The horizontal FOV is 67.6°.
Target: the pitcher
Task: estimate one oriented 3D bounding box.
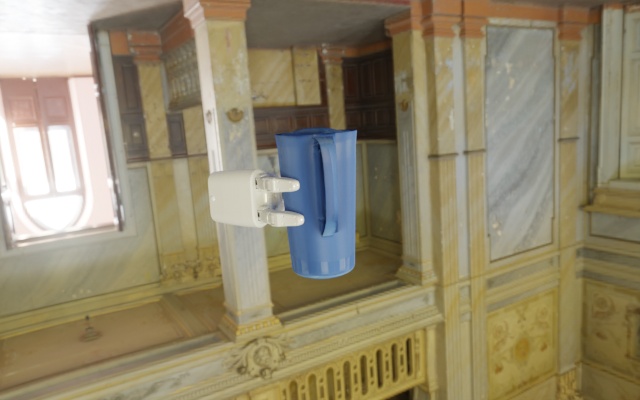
[{"bbox_3d":[0.000,0.003,0.787,0.145,0.243,0.149,3,12,33],"label":"pitcher"}]
